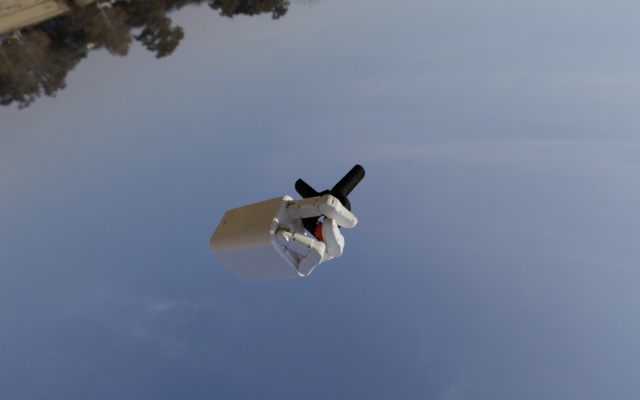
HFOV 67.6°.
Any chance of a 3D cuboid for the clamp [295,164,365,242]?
[{"bbox_3d":[0.000,0.003,0.742,0.120,0.039,0.171,-14,28,25],"label":"clamp"}]
